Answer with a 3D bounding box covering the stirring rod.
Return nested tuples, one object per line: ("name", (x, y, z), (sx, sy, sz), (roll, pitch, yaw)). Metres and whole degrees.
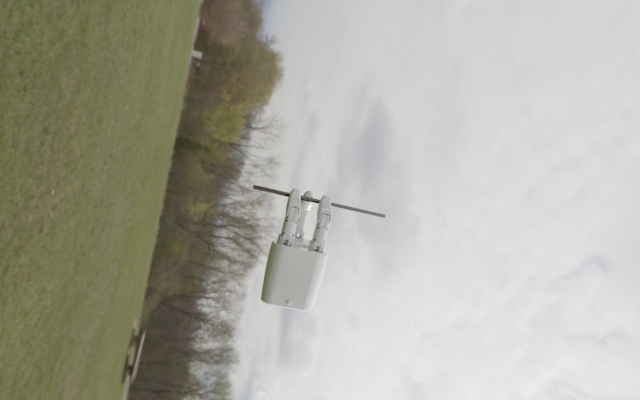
("stirring rod", (0.000, 0.003, 0.839), (0.239, 0.011, 0.011), (13, -2, -10))
